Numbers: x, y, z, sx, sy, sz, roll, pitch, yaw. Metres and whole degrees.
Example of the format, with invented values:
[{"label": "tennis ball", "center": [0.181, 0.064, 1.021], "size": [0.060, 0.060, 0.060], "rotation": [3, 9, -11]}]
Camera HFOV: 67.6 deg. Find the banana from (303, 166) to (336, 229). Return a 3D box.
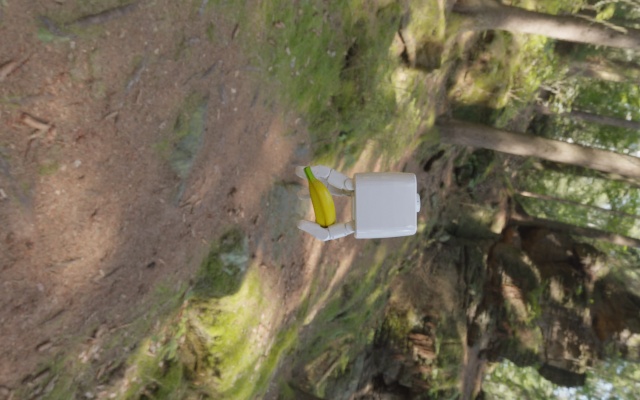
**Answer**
[{"label": "banana", "center": [0.004, 0.017, 0.848], "size": [0.037, 0.069, 0.198], "rotation": [-15, -30, -3]}]
